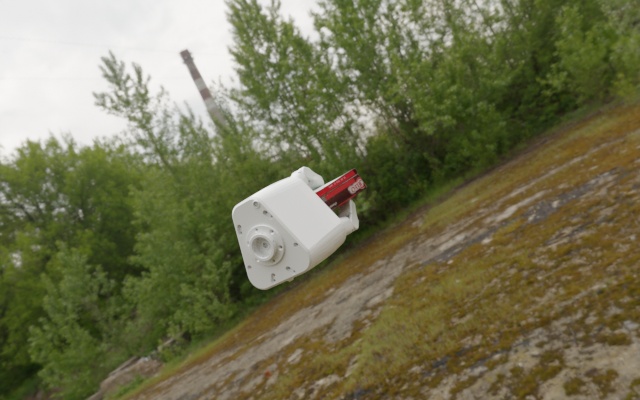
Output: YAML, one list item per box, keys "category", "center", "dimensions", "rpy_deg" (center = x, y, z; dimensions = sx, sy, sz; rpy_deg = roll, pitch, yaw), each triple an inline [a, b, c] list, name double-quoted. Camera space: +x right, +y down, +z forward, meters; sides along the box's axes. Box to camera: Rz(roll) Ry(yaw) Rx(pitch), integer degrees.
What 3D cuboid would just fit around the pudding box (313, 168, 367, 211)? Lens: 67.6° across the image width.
- category: "pudding box"
  center: [0.000, 0.002, 0.690]
  dimensions: [0.090, 0.039, 0.113]
  rpy_deg: [-32, 4, -35]
